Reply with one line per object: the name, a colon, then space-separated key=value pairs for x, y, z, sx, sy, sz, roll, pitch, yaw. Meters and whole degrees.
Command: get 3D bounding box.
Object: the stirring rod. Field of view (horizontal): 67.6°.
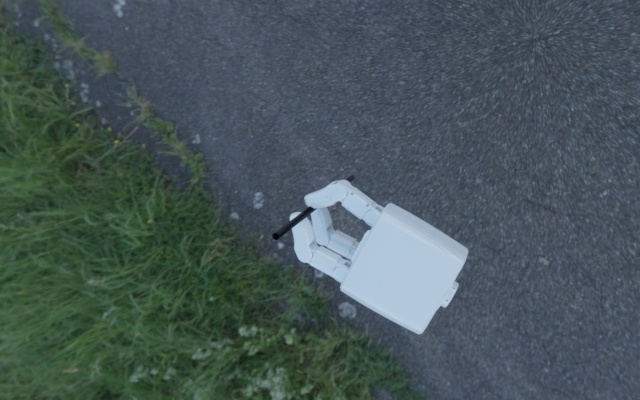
stirring rod: x=0.000 y=0.002 z=0.603 sx=0.011 sy=0.011 sz=0.239 roll=0 pitch=17 yaw=24
